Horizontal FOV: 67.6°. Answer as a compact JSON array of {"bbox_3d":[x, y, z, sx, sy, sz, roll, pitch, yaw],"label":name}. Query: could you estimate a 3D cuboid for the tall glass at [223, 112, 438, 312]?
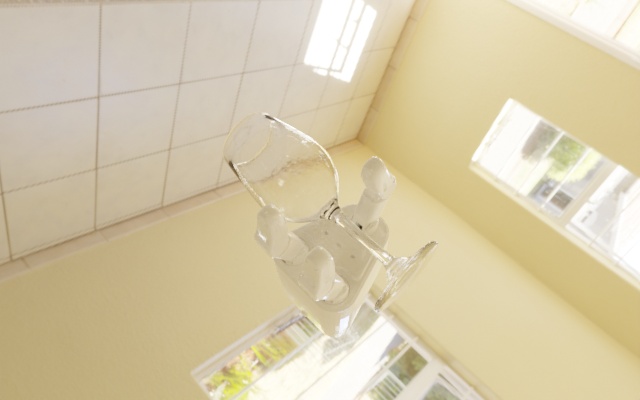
[{"bbox_3d":[0.001,0.002,0.418,0.201,0.079,0.079,41,18,23],"label":"tall glass"}]
